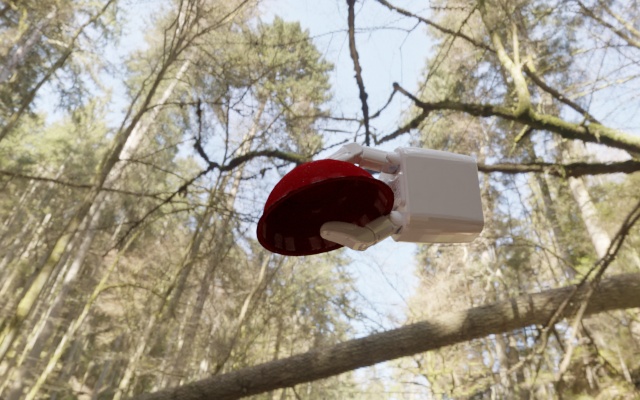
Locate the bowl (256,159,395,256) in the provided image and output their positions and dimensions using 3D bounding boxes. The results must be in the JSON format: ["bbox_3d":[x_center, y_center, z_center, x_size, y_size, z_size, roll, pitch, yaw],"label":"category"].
[{"bbox_3d":[-0.001,0.001,0.550,0.162,0.055,0.162,-13,-31,-8],"label":"bowl"}]
